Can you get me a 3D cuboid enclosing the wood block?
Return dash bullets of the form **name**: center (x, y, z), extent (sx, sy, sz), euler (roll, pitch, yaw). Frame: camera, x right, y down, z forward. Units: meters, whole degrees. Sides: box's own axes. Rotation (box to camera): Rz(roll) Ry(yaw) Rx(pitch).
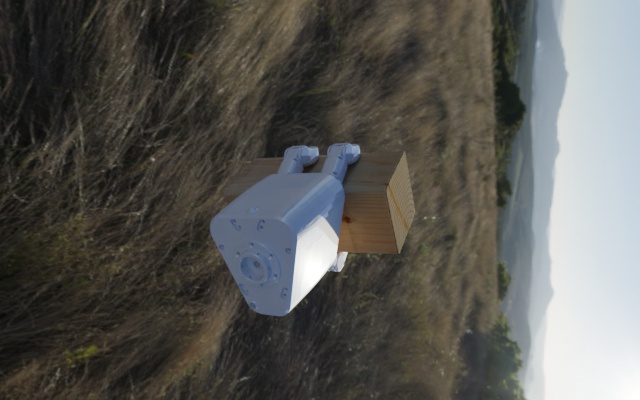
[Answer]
- **wood block**: center (0.000, 0.002, 0.588), extent (0.206, 0.091, 0.090), euler (0, 34, 26)
